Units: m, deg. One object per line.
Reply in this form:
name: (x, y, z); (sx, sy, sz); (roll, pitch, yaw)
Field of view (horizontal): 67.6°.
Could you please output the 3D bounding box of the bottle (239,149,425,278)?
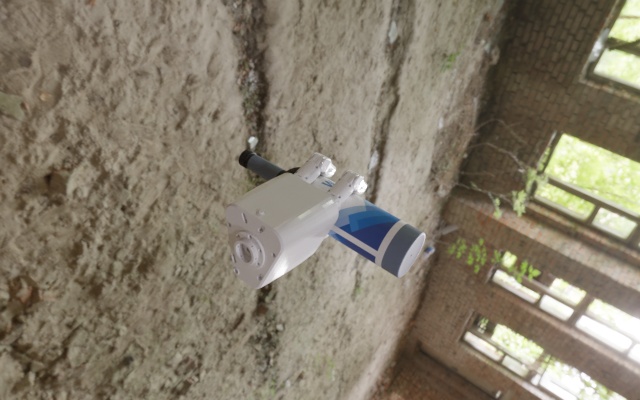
bottle: (0.000, 0.002, 0.665); (0.295, 0.069, 0.069); (30, 14, 24)
